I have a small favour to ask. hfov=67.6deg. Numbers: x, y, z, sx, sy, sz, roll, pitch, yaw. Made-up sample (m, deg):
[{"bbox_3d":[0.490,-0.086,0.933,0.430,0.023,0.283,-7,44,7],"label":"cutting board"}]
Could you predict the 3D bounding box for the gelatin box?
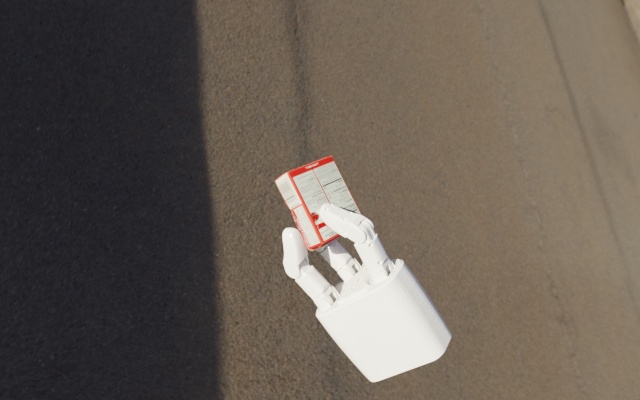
[{"bbox_3d":[0.000,0.001,0.537,0.073,0.089,0.030,-25,-2,-42],"label":"gelatin box"}]
